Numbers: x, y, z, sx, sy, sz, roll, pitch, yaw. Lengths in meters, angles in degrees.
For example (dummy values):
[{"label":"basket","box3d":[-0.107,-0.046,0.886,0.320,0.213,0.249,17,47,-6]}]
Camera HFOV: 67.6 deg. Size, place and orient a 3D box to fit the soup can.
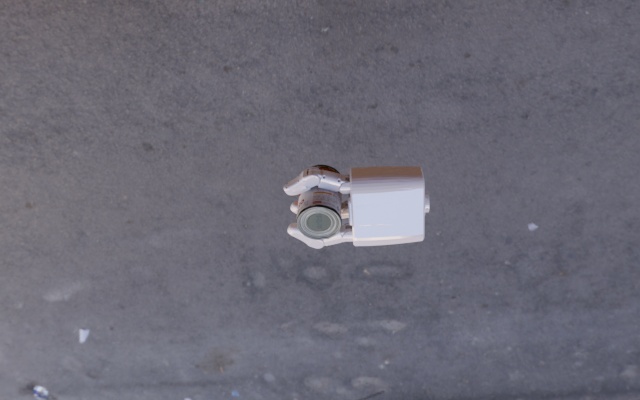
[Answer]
[{"label":"soup can","box3d":[0.000,0.002,0.722,0.068,0.069,0.102,0,39,3]}]
